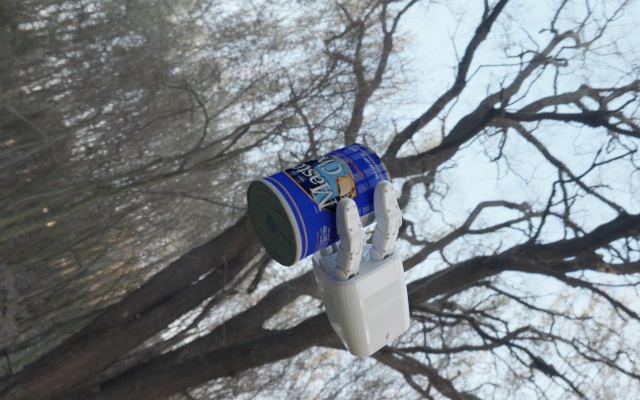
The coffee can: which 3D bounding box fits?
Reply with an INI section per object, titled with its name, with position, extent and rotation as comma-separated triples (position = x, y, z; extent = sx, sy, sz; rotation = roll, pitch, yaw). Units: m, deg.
[coffee can]
position = 0.000, 0.002, 0.558
extent = 0.140, 0.103, 0.103
rotation = -24, 12, -29
